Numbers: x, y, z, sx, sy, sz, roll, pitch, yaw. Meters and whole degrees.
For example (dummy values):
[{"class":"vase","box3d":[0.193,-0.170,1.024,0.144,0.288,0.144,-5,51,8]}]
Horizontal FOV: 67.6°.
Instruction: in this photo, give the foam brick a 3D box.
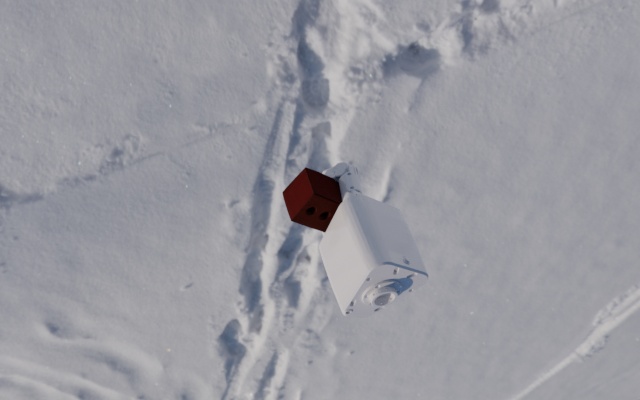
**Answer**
[{"class":"foam brick","box3d":[0.000,0.002,0.618,0.078,0.051,0.053,20,-54,-35]}]
